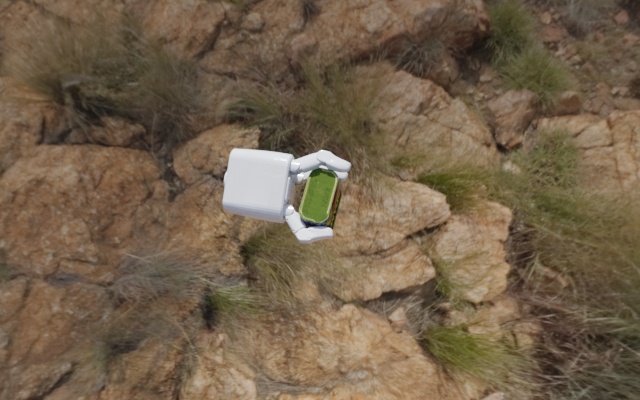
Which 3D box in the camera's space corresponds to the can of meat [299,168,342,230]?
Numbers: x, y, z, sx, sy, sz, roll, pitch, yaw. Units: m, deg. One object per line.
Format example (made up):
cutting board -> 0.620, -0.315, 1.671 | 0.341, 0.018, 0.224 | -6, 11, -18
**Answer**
can of meat -> 0.000, 0.003, 0.829 | 0.057, 0.102, 0.084 | 12, -16, 9
